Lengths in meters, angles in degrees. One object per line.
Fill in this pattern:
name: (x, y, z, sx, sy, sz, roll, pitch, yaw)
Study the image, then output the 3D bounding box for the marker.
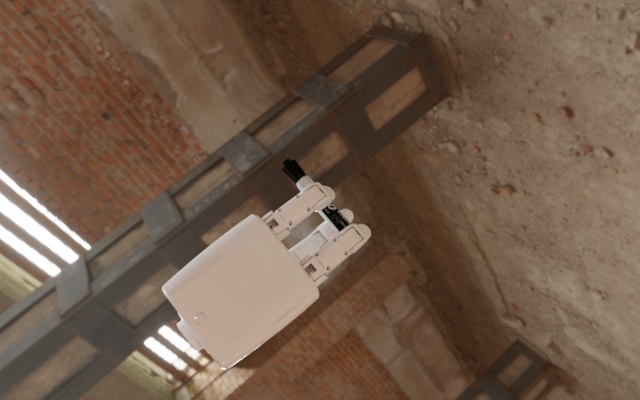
marker: (0.000, 0.002, 0.514, 0.020, 0.121, 0.020, -39, -11, -9)
